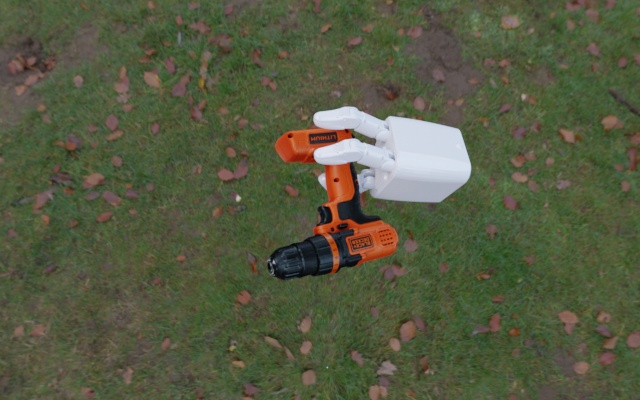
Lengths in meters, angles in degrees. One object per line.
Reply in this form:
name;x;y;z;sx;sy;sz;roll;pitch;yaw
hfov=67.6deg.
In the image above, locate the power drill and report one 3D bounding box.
power drill;0.000;0.002;0.624;0.184;0.187;0.057;-9;-12;-30
